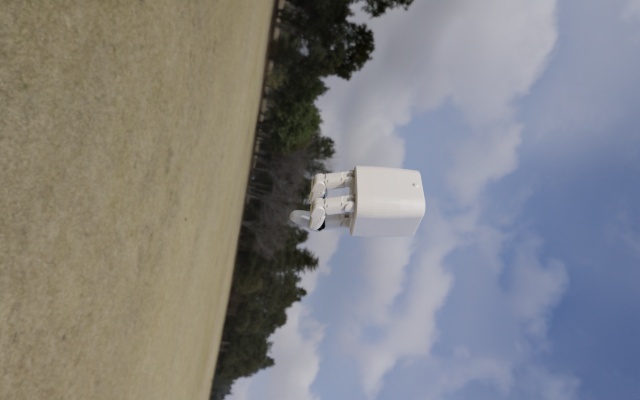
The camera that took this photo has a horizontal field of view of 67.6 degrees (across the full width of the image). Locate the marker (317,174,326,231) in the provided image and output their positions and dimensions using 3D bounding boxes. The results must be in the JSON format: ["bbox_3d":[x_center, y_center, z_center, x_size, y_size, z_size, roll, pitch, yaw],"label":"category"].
[{"bbox_3d":[0.000,0.003,0.815,0.020,0.121,0.020,1,-43,1],"label":"marker"}]
